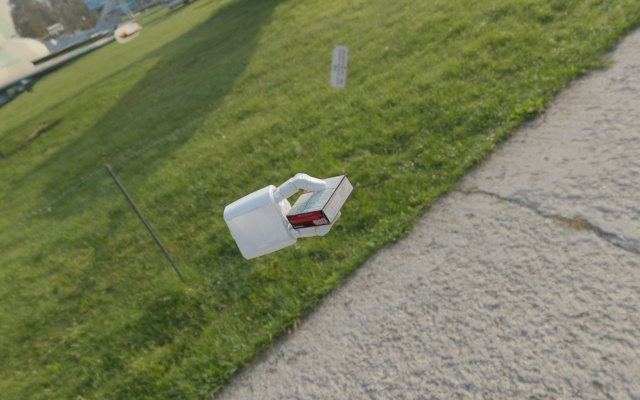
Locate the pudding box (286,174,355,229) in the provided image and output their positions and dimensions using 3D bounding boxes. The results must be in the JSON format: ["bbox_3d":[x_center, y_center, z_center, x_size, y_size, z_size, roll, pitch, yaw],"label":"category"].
[{"bbox_3d":[0.000,0.003,0.890,0.090,0.039,0.113,-9,34,38],"label":"pudding box"}]
